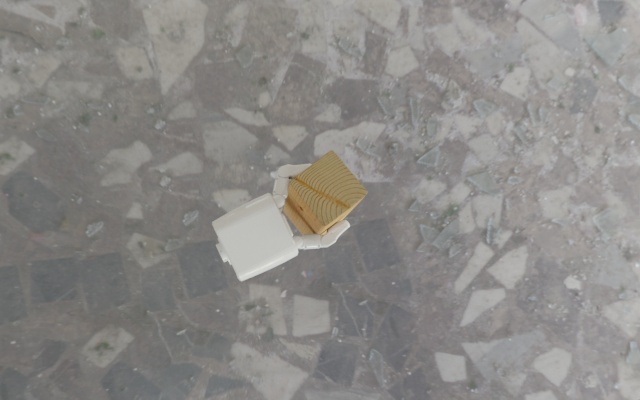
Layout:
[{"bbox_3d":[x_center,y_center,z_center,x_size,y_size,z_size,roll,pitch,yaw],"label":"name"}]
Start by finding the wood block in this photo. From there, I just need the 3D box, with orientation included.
[{"bbox_3d":[0.000,0.003,0.829,0.090,0.091,0.206,-38,-5,-14],"label":"wood block"}]
